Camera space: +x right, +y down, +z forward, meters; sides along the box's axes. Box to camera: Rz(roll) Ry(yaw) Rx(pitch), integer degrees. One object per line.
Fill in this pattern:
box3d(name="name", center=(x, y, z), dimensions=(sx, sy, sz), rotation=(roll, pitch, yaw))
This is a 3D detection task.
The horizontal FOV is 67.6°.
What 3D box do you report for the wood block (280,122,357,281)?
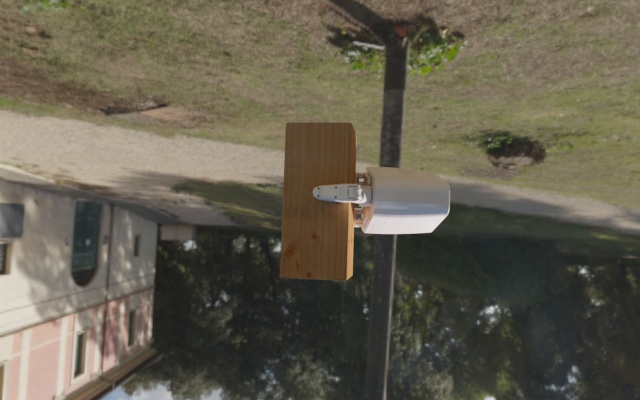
box3d(name="wood block", center=(0.000, 0.002, 0.665), dimensions=(0.090, 0.206, 0.091), rotation=(1, -4, 9))
